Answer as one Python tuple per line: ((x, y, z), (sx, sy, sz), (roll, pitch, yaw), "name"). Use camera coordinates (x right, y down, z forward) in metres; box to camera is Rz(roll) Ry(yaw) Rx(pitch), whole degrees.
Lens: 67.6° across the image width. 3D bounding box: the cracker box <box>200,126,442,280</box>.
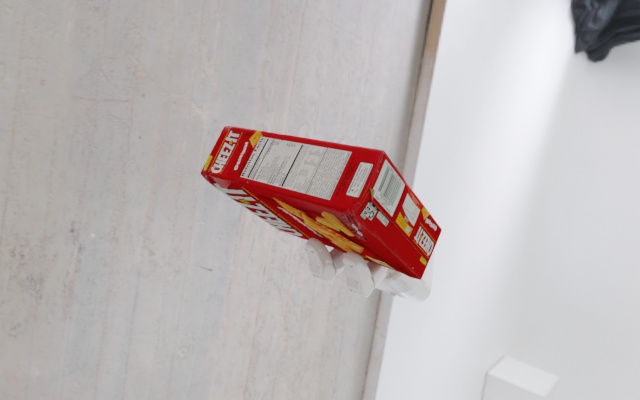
((0.000, 0.002, 0.516), (0.213, 0.072, 0.164), (14, -18, 38), "cracker box")
